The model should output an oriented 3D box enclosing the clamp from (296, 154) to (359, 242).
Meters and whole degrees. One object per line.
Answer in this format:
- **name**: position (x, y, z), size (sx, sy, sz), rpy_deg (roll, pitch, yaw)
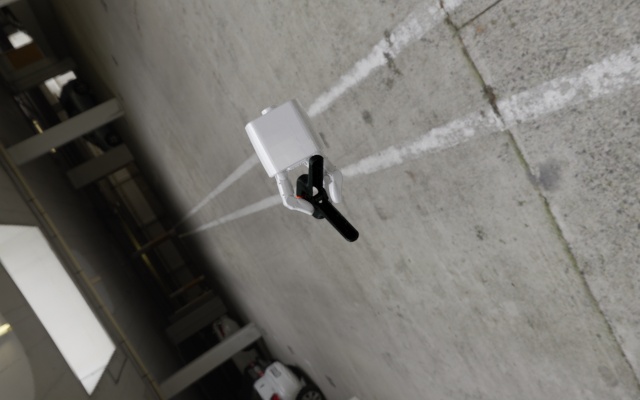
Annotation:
- **clamp**: position (-0.001, 0.003, 0.895), size (0.036, 0.164, 0.210), rpy_deg (-28, 4, -16)
